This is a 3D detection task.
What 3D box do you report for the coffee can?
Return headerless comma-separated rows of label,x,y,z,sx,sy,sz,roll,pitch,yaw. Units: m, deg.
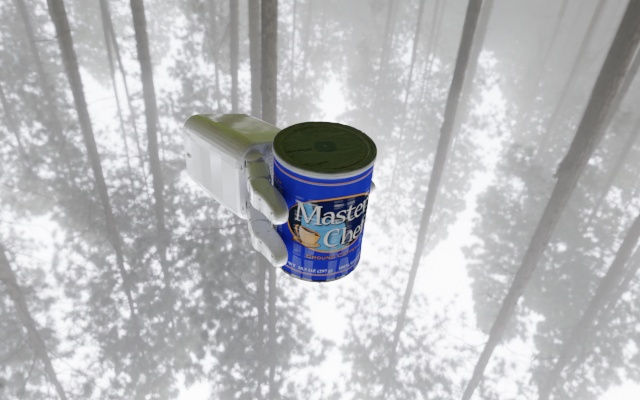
coffee can,0.000,0.002,0.506,0.103,0.140,0.102,3,36,-2
